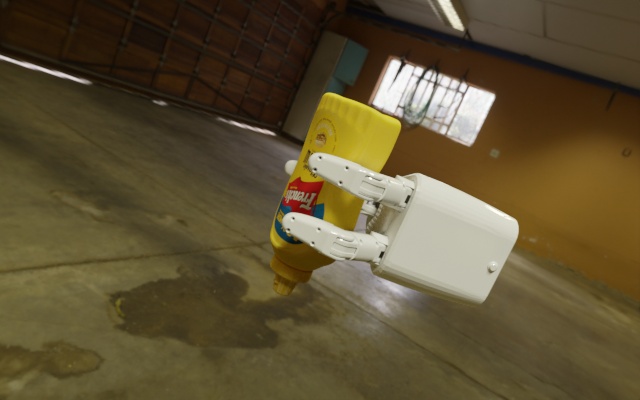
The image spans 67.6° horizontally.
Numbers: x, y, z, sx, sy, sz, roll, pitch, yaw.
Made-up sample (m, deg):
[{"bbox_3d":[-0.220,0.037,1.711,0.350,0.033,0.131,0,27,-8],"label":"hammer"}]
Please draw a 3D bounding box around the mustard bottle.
[{"bbox_3d":[0.000,0.001,0.444,0.058,0.191,0.096,16,13,-35],"label":"mustard bottle"}]
